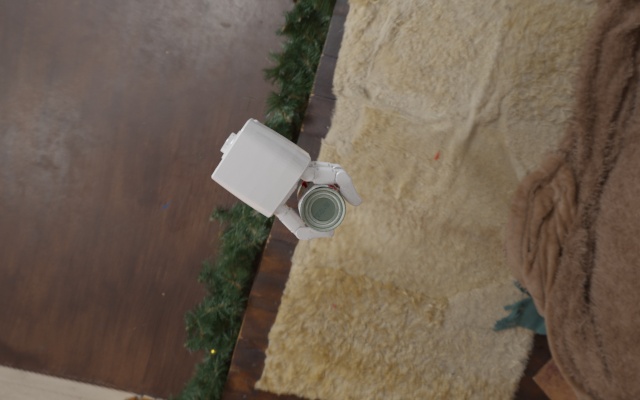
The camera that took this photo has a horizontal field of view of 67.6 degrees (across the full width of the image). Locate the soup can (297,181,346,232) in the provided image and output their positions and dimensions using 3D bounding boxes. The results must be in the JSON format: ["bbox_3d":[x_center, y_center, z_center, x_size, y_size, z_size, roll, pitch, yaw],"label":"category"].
[{"bbox_3d":[0.000,0.003,0.725,0.068,0.068,0.102,0,12,-5],"label":"soup can"}]
